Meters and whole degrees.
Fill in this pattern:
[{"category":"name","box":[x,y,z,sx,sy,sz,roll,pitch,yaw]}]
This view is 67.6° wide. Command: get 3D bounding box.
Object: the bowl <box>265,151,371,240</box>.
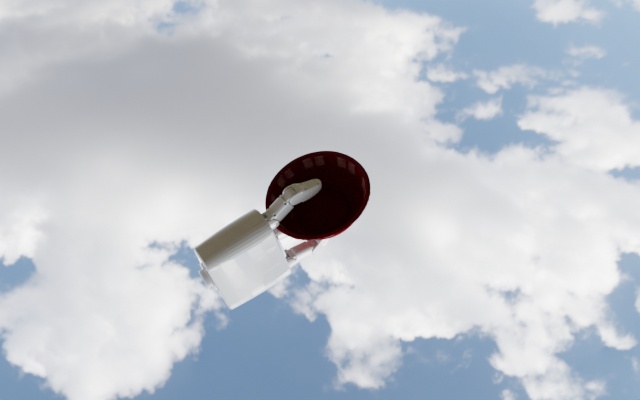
[{"category":"bowl","box":[0.001,0.002,0.732,0.162,0.162,0.055,0,-33,16]}]
